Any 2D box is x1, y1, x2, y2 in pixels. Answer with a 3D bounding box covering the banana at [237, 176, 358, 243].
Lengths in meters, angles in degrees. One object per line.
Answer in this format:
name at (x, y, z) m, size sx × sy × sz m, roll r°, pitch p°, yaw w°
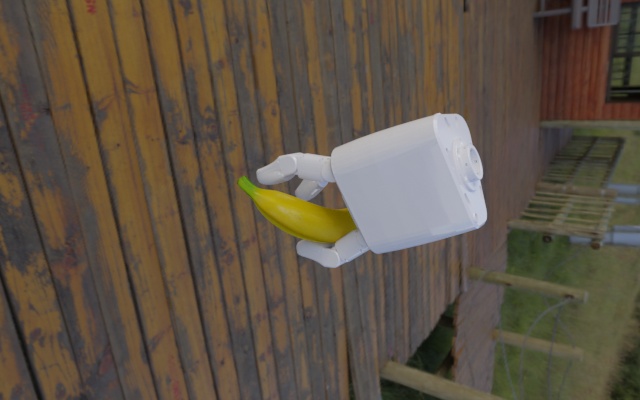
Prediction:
banana at (0.004, 0.016, 0.511) m, size 0.037 × 0.069 × 0.198 m, roll -40°, pitch -35°, yaw 28°
